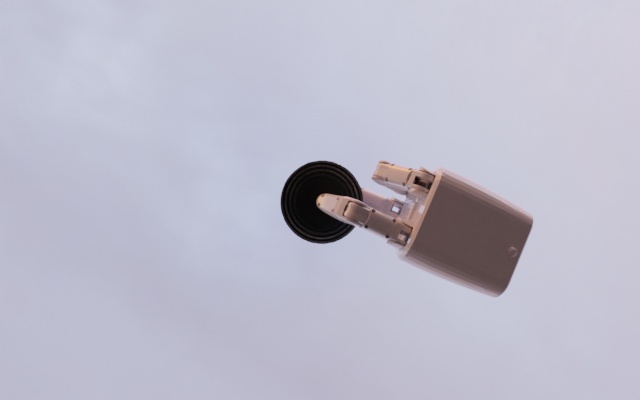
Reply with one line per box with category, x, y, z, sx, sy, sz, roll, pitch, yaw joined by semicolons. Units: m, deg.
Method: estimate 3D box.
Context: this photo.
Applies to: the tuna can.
tuna can;0.000;0.002;0.505;0.086;0.086;0.034;0;1;-7
